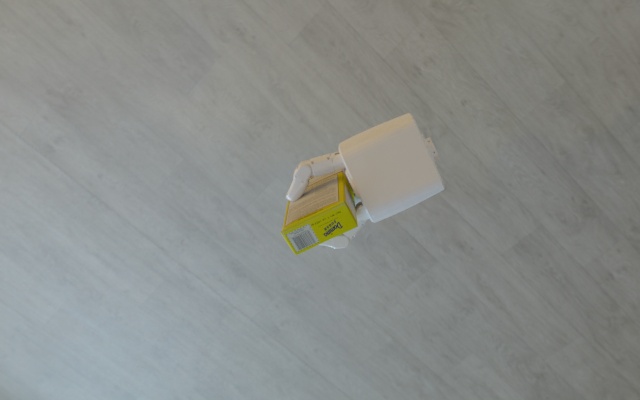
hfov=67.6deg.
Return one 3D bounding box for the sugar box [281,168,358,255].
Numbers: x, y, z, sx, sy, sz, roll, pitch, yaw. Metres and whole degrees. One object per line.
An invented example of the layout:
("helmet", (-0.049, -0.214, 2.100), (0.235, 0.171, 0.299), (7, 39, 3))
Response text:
("sugar box", (0.000, 0.003, 0.675), (0.093, 0.048, 0.176), (-25, 18, 12))
